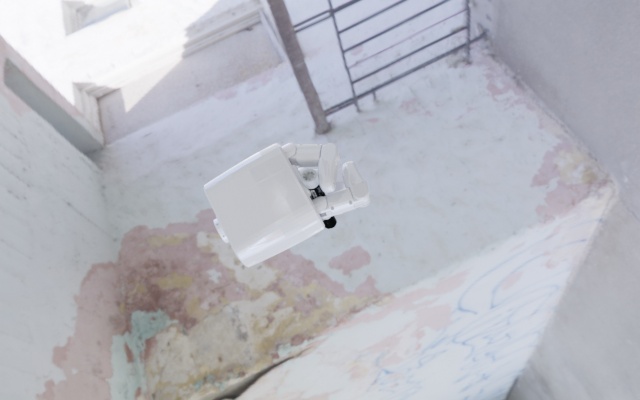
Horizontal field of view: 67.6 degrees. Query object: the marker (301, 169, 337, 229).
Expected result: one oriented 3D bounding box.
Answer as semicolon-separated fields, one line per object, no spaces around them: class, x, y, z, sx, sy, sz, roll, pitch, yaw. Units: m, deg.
marker;0.000;0.002;0.586;0.020;0.020;0.121;0;-30;15
